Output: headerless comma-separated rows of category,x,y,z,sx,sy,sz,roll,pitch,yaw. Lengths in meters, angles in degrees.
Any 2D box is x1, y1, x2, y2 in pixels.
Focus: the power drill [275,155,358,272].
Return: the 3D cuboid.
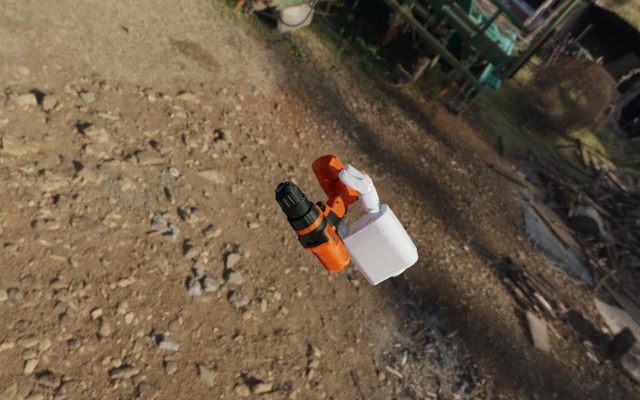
power drill,0.000,0.003,0.817,0.057,0.184,0.187,-17,31,28
